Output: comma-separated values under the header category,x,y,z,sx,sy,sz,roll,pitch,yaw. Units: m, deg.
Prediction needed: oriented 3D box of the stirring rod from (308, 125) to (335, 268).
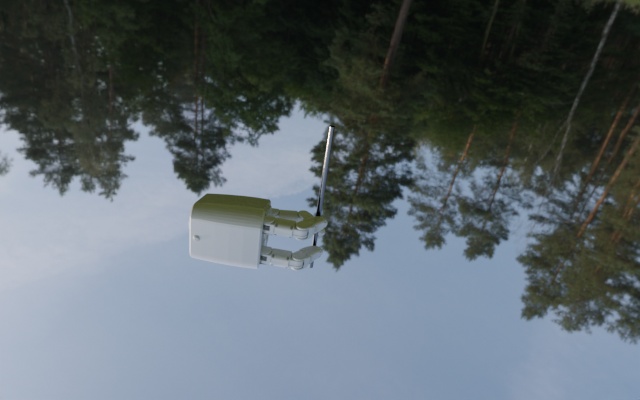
category,x,y,z,sx,sy,sz,roll,pitch,yaw
stirring rod,0.000,0.002,0.715,0.011,0.240,0.011,7,29,-4
